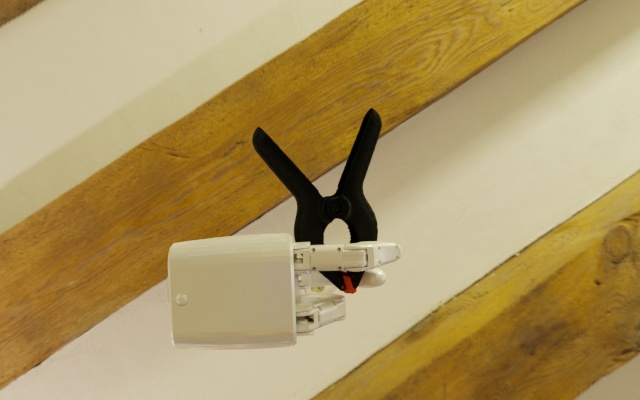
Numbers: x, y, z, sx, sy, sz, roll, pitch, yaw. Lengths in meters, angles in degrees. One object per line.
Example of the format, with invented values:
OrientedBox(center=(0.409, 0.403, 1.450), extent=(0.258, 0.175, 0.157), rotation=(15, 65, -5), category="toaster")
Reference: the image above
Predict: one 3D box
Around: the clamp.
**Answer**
OrientedBox(center=(0.000, 0.002, 0.442), extent=(0.120, 0.171, 0.039), rotation=(-2, 1, -4), category="clamp")
